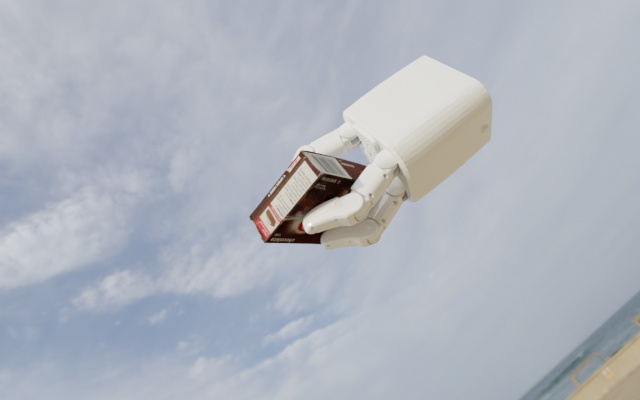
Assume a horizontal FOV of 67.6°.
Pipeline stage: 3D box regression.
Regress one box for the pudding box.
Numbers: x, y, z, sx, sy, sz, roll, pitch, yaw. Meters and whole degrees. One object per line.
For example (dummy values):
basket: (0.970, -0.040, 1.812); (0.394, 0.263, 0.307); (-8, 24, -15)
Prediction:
pudding box: (0.000, 0.001, 0.468); (0.113, 0.090, 0.039); (10, 37, -50)
